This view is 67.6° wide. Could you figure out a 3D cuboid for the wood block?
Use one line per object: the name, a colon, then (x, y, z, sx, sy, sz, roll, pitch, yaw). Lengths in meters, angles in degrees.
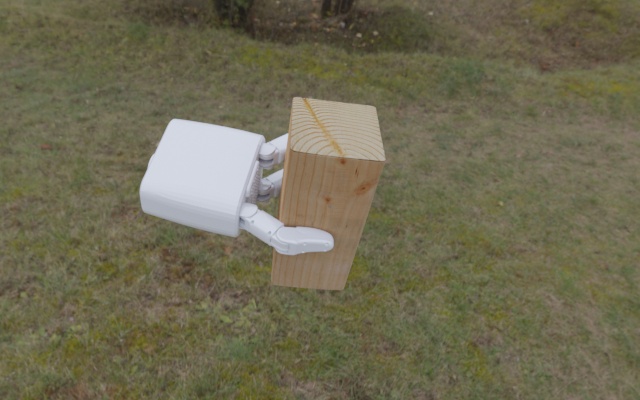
wood block: (0.000, 0.002, 0.532, 0.090, 0.090, 0.206, 6, -46, -7)
